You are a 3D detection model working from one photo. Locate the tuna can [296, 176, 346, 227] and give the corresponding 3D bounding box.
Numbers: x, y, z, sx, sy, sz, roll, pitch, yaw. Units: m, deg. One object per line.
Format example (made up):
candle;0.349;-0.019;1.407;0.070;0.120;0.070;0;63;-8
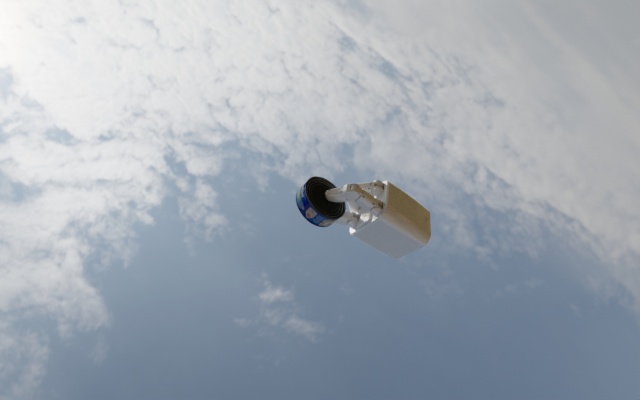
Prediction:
tuna can;0.000;0.003;0.824;0.086;0.086;0.034;0;-32;-44
